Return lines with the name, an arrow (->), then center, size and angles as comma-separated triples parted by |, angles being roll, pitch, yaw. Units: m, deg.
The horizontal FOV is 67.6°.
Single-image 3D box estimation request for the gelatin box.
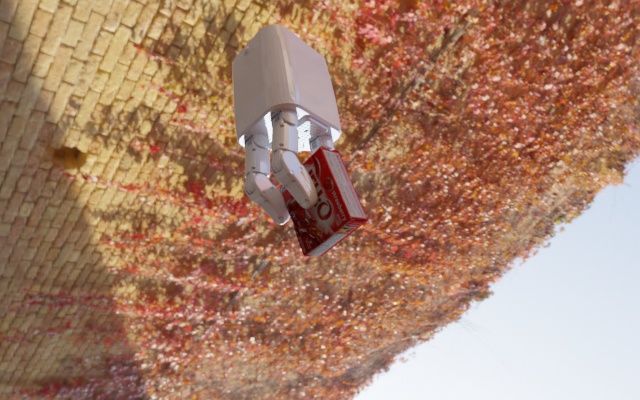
gelatin box -> 0.001, 0.002, 0.488 | 0.030, 0.089, 0.073 | 7, -38, -45
